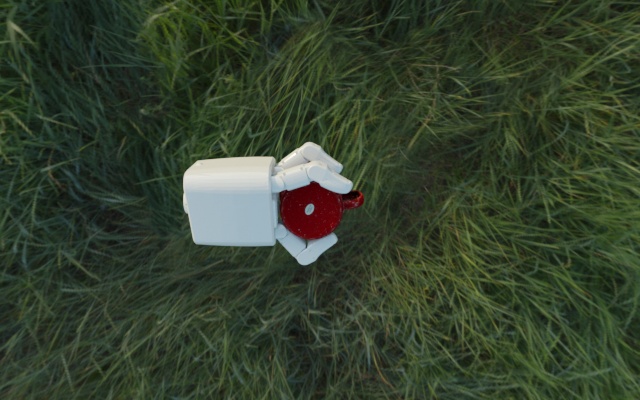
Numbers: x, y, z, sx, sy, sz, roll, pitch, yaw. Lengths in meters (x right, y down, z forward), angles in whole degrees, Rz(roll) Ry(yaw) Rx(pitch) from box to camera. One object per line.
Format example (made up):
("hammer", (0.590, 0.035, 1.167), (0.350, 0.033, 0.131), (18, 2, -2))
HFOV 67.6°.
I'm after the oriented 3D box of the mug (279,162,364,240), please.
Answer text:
("mug", (0.002, 0.002, 0.641), (0.117, 0.093, 0.081), (-1, 17, 0))
